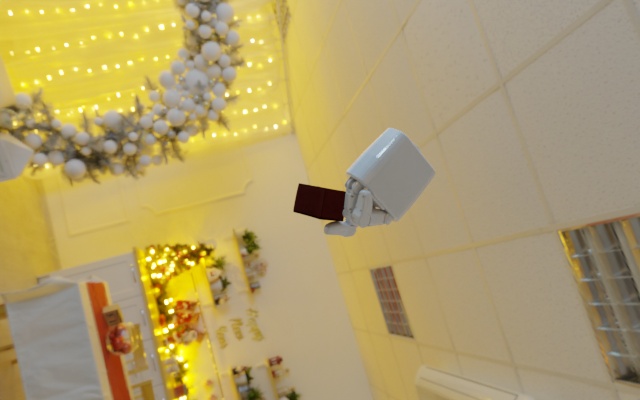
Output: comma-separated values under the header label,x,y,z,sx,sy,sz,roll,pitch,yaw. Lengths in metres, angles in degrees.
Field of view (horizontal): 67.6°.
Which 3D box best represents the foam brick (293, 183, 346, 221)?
label,x,y,z,sx,sy,sz,roll,pitch,yaw
foam brick,0.000,0.003,0.804,0.053,0.051,0.078,7,4,-40
